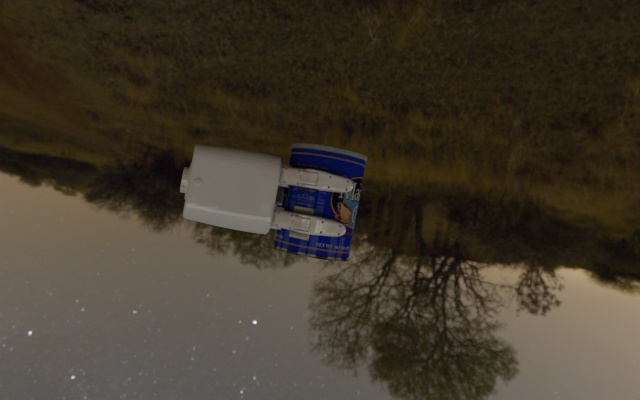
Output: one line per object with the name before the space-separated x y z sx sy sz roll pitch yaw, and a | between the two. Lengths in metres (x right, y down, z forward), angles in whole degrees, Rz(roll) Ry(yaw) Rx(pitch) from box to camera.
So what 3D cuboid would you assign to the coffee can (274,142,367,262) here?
coffee can | 0.000 0.002 0.637 0.103 0.140 0.103 10 -1 0
